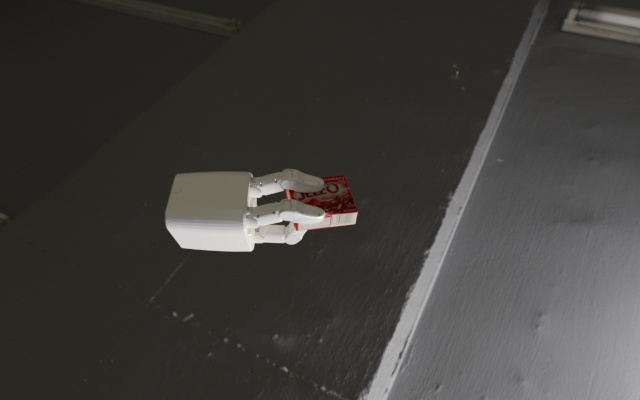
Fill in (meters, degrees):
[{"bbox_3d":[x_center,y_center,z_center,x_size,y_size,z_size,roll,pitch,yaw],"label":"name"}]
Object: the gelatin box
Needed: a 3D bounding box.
[{"bbox_3d":[0.000,0.002,0.675,0.089,0.073,0.030,-6,-41,-13],"label":"gelatin box"}]
